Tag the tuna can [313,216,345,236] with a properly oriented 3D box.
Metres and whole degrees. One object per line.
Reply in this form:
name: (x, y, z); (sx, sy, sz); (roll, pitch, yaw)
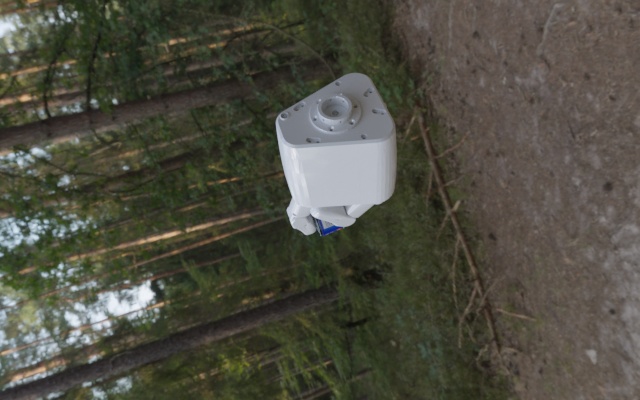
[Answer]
tuna can: (0.000, 0.002, 0.618); (0.034, 0.086, 0.086); (-22, 2, -4)
